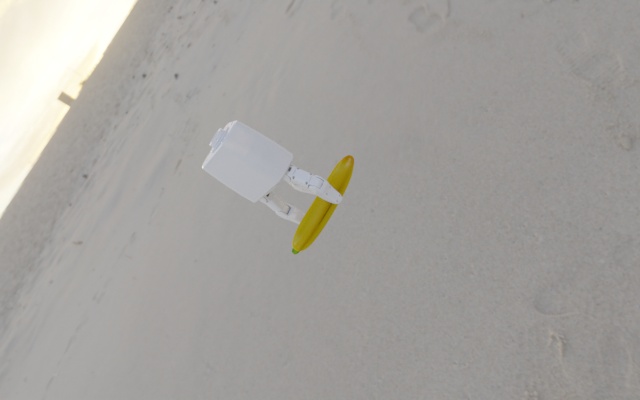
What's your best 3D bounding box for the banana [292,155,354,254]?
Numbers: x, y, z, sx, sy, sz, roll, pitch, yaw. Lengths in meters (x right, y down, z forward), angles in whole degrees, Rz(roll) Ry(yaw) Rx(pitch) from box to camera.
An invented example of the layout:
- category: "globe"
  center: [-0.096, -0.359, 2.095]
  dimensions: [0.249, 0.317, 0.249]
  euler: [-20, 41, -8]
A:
- category: "banana"
  center: [0.002, 0.009, 0.797]
  dimensions: [0.037, 0.198, 0.069]
  euler: [31, 4, -15]
